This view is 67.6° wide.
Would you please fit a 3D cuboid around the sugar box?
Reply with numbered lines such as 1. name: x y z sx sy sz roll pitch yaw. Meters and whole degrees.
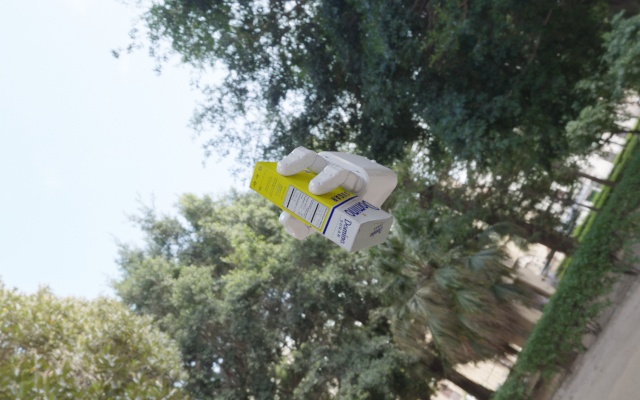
1. sugar box: 0.000 0.001 0.625 0.176 0.048 0.093 28 19 29
